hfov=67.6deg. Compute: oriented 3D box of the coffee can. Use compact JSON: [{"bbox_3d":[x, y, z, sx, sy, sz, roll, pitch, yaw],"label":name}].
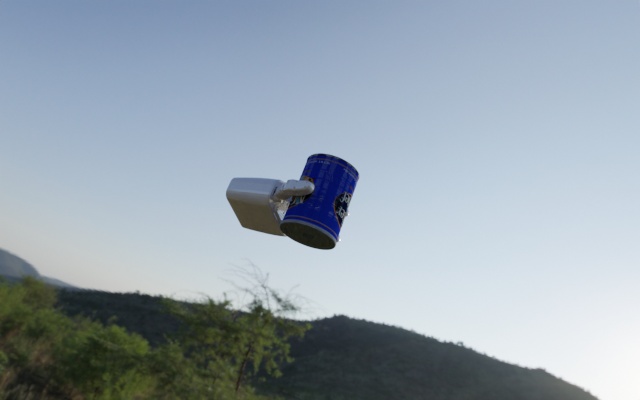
[{"bbox_3d":[0.000,0.003,0.846,0.103,0.140,0.103,18,-23,8],"label":"coffee can"}]
